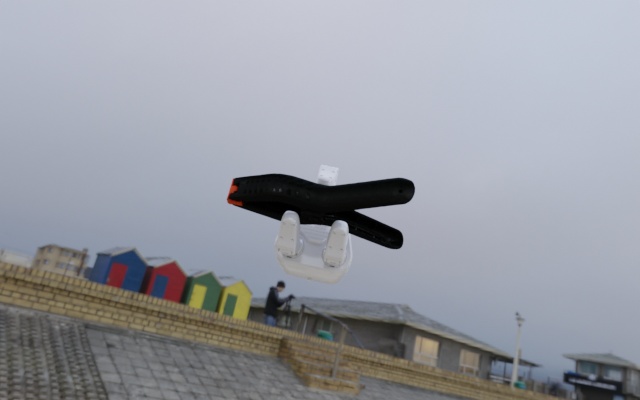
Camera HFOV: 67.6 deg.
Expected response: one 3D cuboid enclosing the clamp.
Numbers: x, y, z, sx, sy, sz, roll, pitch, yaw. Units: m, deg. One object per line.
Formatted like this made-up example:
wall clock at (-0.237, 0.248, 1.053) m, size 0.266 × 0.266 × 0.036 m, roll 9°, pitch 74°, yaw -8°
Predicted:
clamp at (0.000, 0.001, 0.517) m, size 0.210 × 0.036 × 0.165 m, roll 12°, pitch -22°, yaw 3°
